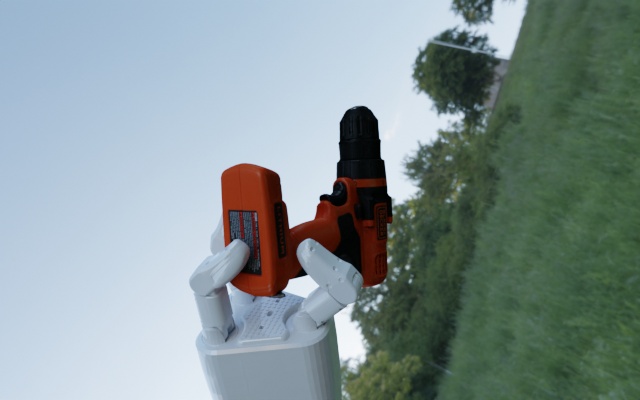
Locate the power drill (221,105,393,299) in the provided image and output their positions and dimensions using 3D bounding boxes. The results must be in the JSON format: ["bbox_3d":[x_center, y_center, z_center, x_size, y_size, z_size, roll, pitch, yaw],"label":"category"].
[{"bbox_3d":[0.000,0.002,0.436,0.057,0.184,0.187,-2,3,42],"label":"power drill"}]
